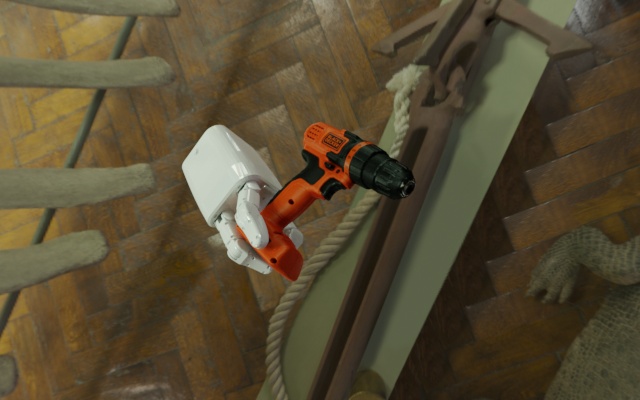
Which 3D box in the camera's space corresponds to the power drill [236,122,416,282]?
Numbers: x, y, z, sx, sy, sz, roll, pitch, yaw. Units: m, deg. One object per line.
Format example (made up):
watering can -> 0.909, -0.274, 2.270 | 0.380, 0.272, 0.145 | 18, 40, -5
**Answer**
power drill -> 0.000, 0.002, 0.572 | 0.184, 0.187, 0.057 | 35, -8, 47
